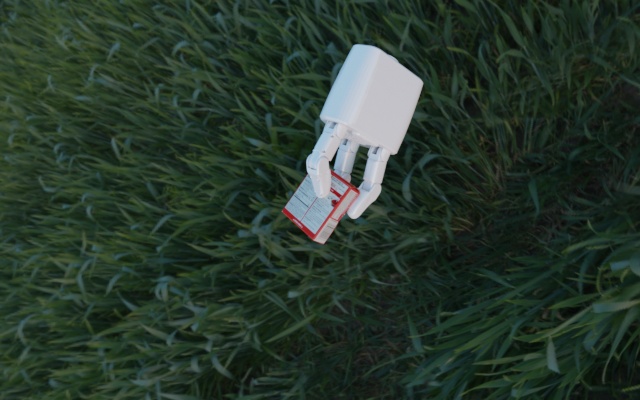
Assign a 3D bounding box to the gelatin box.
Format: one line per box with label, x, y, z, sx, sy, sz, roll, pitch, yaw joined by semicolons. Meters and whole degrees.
gelatin box;0.000;0.002;0.647;0.073;0.089;0.030;39;6;36
